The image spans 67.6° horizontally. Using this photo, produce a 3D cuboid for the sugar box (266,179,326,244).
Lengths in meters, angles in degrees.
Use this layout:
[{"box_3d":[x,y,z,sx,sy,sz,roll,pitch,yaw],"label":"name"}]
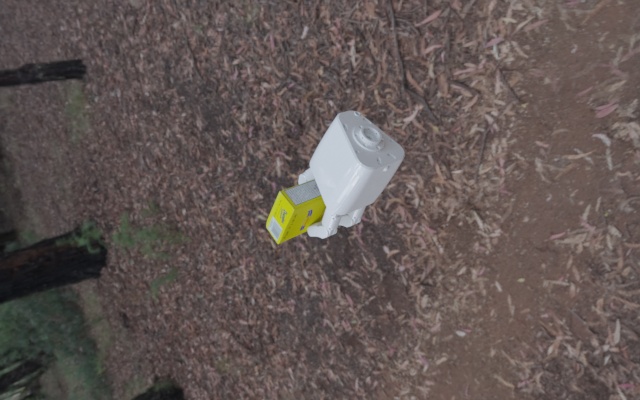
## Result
[{"box_3d":[0.000,0.003,0.784,0.176,0.048,0.093,-20,-28,-36],"label":"sugar box"}]
